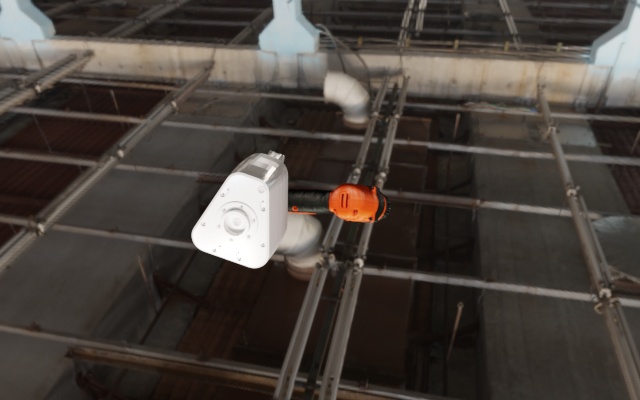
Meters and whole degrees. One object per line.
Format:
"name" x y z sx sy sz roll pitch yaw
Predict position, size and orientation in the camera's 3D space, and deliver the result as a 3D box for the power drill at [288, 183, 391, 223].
"power drill" 0.000 0.002 0.695 0.187 0.057 0.184 0 -5 21
